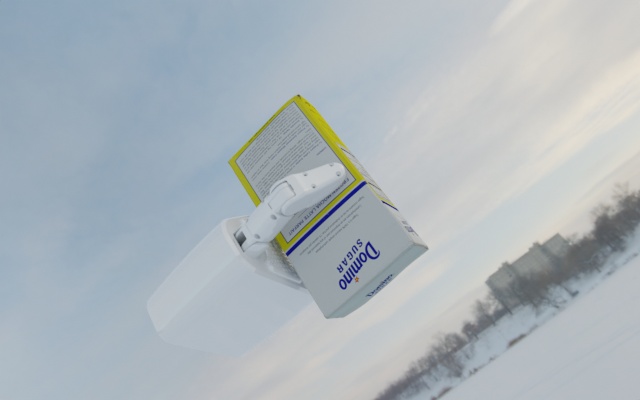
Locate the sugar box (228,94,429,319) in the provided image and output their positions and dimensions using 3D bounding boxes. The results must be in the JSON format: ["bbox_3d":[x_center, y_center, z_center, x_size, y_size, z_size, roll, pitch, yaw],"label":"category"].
[{"bbox_3d":[0.000,0.001,0.407,0.093,0.176,0.048,-43,-26,15],"label":"sugar box"}]
